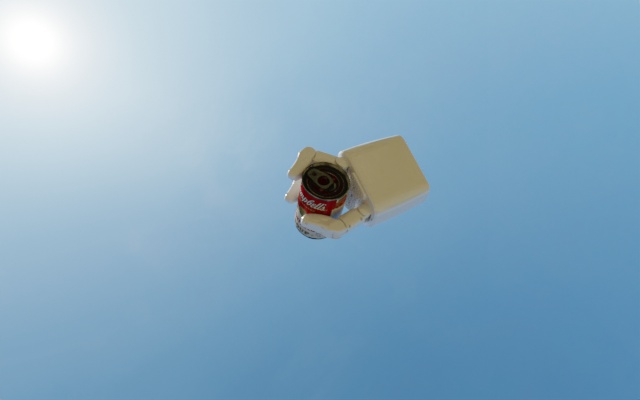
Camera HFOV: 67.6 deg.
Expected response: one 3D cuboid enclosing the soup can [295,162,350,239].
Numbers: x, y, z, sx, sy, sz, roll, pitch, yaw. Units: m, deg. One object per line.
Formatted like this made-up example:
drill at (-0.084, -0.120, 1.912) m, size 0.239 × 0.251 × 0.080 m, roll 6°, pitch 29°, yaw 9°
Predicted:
soup can at (0.000, 0.003, 0.693) m, size 0.068 × 0.068 × 0.102 m, roll 0°, pitch -37°, yaw -11°
